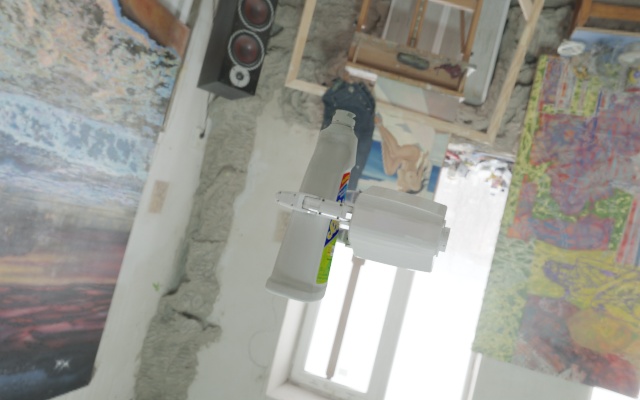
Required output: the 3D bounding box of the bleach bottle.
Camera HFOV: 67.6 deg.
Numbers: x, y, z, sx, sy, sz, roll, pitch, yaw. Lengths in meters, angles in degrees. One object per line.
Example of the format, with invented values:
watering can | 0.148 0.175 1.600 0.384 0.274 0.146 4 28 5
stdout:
bleach bottle | 0.000 0.002 0.629 0.068 0.251 0.102 14 -3 16
